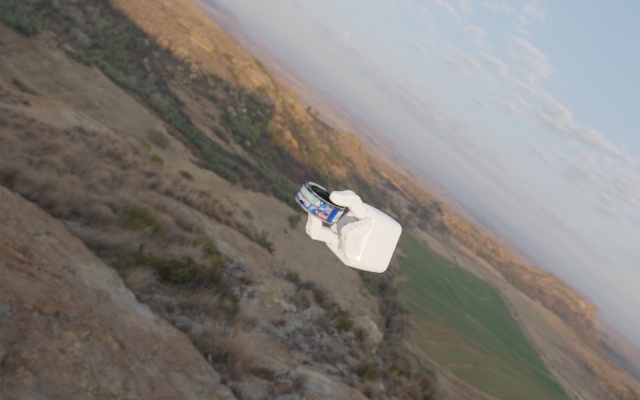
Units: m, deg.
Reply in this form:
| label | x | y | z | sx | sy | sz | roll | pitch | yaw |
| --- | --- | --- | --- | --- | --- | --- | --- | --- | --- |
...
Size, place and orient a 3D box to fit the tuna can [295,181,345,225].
| label | x | y | z | sx | sy | sz | roll | pitch | yaw |
| --- | --- | --- | --- | --- | --- | --- | --- | --- | --- |
| tuna can | 0.000 | 0.002 | 0.834 | 0.086 | 0.034 | 0.086 | 32 | 14 | -9 |
